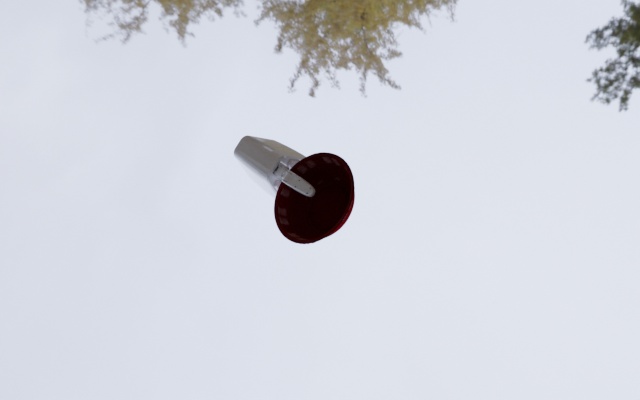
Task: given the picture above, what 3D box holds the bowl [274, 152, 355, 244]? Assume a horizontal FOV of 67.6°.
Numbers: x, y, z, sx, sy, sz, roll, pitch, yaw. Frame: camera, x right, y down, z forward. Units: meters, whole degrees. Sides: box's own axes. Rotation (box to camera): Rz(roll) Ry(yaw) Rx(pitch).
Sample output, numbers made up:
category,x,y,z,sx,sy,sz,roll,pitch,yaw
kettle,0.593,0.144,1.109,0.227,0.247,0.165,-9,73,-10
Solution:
category,x,y,z,sx,sy,sz,roll,pitch,yaw
bowl,0.001,0.004,0.805,0.162,0.162,0.055,0,-20,37
